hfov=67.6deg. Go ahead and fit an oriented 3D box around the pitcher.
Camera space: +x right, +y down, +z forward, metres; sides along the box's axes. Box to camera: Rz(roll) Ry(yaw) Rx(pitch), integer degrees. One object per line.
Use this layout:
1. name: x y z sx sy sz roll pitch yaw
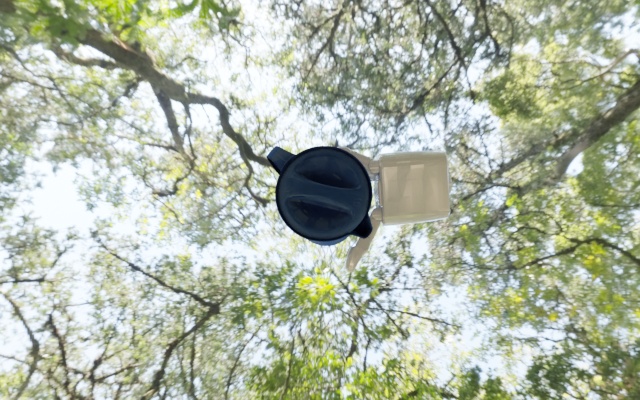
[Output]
1. pitcher: 0.000 0.003 0.759 0.145 0.149 0.243 -5 -10 0
